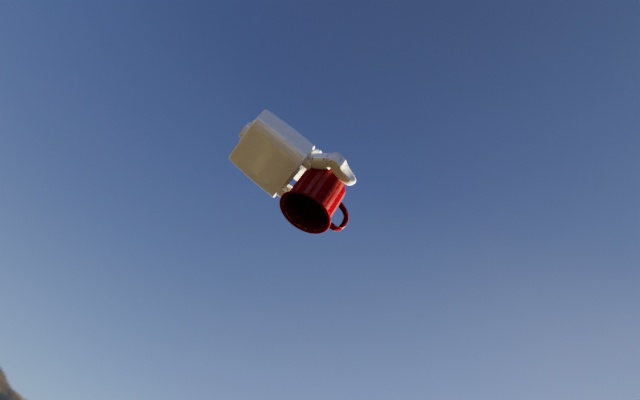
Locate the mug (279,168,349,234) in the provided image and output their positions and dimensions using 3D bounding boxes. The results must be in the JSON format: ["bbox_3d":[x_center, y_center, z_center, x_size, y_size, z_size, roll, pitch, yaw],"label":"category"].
[{"bbox_3d":[0.001,0.003,0.802,0.117,0.081,0.093,39,-40,-6],"label":"mug"}]
